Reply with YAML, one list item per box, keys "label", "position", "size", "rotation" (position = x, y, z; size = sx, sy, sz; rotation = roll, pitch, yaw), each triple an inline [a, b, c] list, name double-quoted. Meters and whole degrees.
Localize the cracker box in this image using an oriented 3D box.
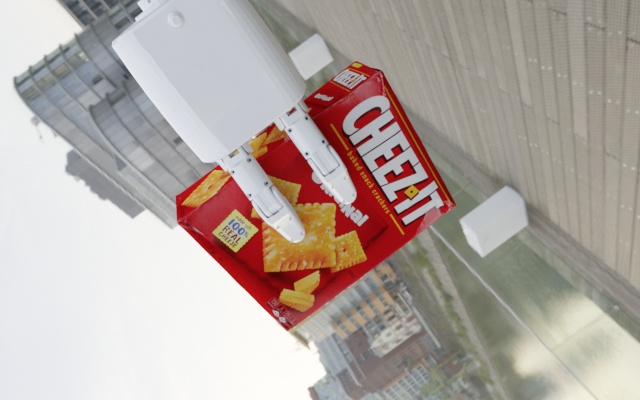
- label: "cracker box"
  position: [0.000, 0.002, 0.454]
  size: [0.213, 0.164, 0.072]
  rotation: [-36, 28, 0]
